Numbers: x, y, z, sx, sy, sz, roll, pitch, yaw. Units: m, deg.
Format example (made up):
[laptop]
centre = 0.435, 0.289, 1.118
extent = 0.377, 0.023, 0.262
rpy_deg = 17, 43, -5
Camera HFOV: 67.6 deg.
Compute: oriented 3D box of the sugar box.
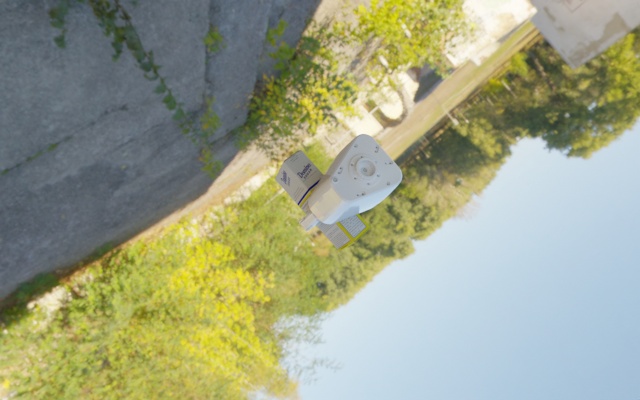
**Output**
[sugar box]
centre = 0.001, 0.002, 0.817
extent = 0.048, 0.176, 0.093
rpy_deg = -38, -3, -22
